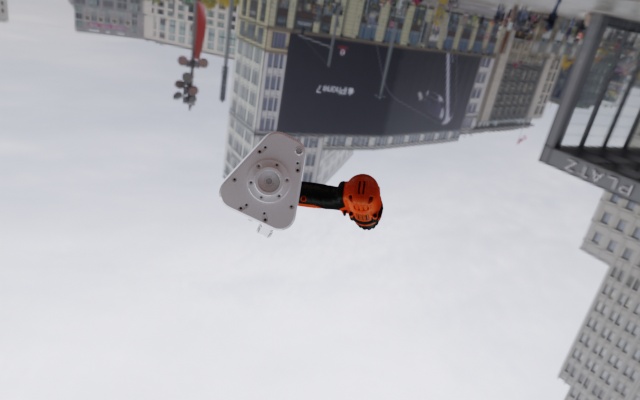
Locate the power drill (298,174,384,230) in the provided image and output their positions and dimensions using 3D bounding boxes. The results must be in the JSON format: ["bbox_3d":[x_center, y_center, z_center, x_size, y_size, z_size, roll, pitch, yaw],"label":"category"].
[{"bbox_3d":[0.000,0.002,0.715,0.187,0.057,0.184,3,-17,9],"label":"power drill"}]
